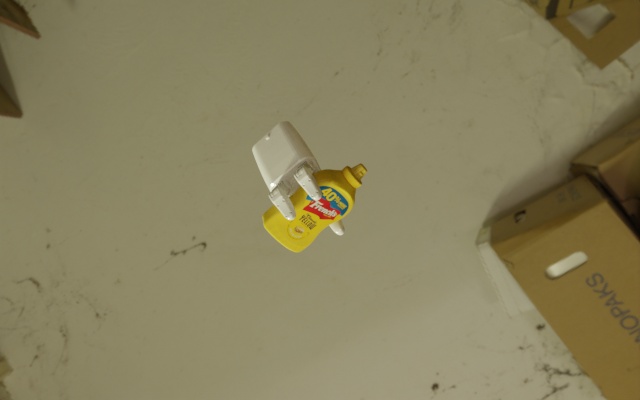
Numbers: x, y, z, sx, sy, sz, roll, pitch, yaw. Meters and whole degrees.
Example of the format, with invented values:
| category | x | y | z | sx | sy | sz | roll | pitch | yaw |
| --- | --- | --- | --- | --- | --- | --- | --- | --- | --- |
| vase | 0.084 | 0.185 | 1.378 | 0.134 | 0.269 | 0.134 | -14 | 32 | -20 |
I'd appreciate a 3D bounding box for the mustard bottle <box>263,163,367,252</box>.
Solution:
| category | x | y | z | sx | sy | sz | roll | pitch | yaw |
| --- | --- | --- | --- | --- | --- | --- | --- | --- | --- |
| mustard bottle | 0.000 | 0.003 | 0.813 | 0.096 | 0.191 | 0.058 | 43 | 16 | -30 |
